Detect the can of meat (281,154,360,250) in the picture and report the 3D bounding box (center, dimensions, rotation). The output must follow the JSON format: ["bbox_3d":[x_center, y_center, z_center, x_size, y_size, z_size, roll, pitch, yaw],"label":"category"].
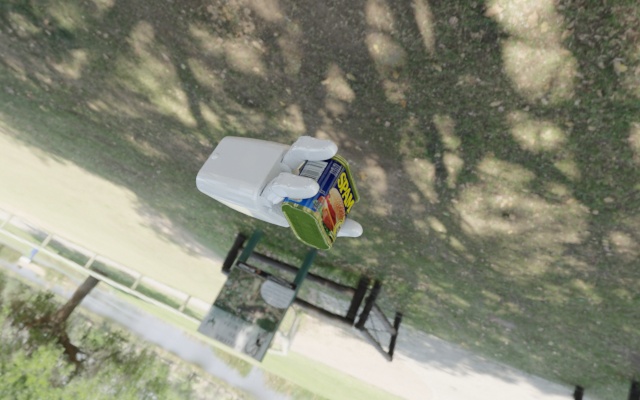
[{"bbox_3d":[0.000,0.002,0.592,0.057,0.084,0.102,17,-28,26],"label":"can of meat"}]
